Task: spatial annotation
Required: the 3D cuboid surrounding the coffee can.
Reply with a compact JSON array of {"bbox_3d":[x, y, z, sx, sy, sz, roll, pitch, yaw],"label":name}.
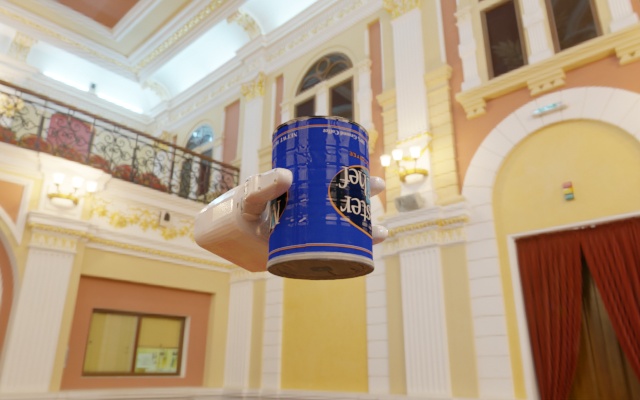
[{"bbox_3d":[0.000,0.002,0.477,0.103,0.140,0.103,0,-19,0],"label":"coffee can"}]
